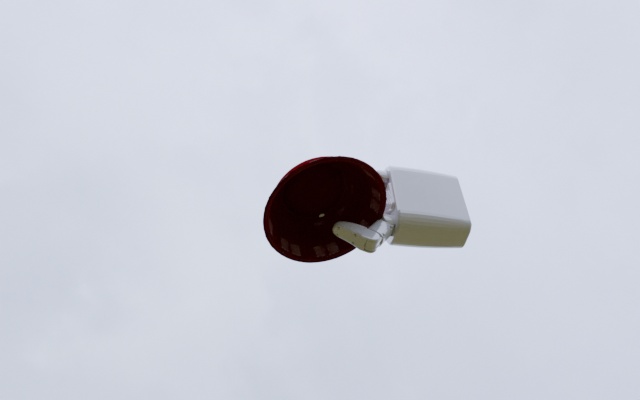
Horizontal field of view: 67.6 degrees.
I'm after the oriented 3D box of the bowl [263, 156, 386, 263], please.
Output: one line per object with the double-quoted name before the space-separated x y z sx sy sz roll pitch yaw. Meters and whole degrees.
"bowl" -0.001 0.001 0.611 0.162 0.162 0.055 0 34 -22
